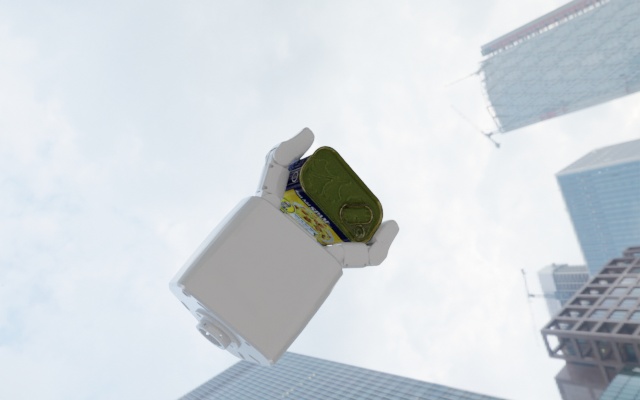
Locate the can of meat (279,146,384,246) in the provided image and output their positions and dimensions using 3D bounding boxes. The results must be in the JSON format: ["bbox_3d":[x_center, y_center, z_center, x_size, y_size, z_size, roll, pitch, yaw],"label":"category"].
[{"bbox_3d":[0.000,0.002,0.493,0.102,0.057,0.084,47,-31,-18],"label":"can of meat"}]
